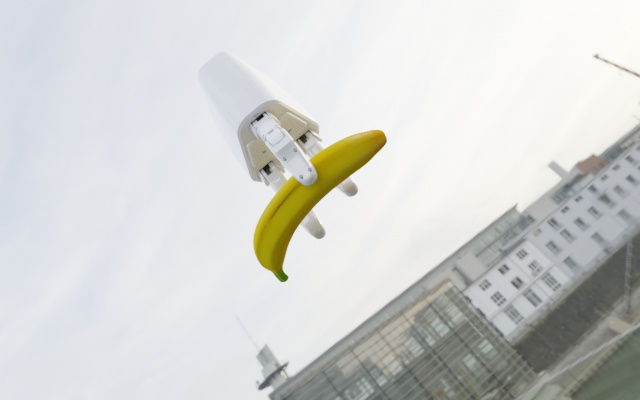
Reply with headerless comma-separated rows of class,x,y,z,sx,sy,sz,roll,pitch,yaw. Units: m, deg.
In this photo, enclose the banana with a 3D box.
banana,-0.014,0.002,0.474,0.069,0.198,0.037,12,31,-48
